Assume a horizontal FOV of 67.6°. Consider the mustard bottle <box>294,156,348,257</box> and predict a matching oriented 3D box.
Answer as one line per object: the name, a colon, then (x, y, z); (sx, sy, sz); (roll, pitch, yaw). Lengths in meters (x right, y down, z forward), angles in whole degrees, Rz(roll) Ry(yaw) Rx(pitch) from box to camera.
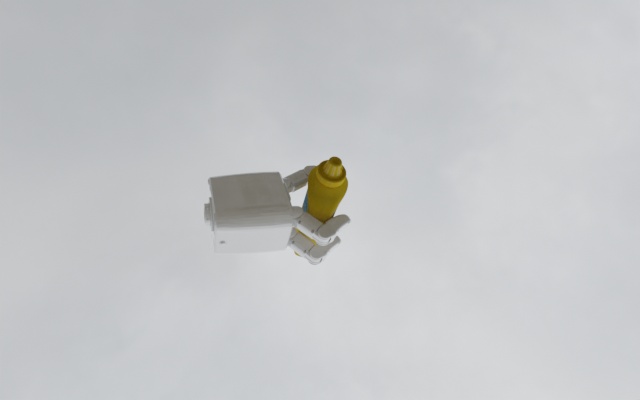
mustard bottle: (0.000, 0.003, 0.710); (0.058, 0.096, 0.192); (16, -38, -2)
